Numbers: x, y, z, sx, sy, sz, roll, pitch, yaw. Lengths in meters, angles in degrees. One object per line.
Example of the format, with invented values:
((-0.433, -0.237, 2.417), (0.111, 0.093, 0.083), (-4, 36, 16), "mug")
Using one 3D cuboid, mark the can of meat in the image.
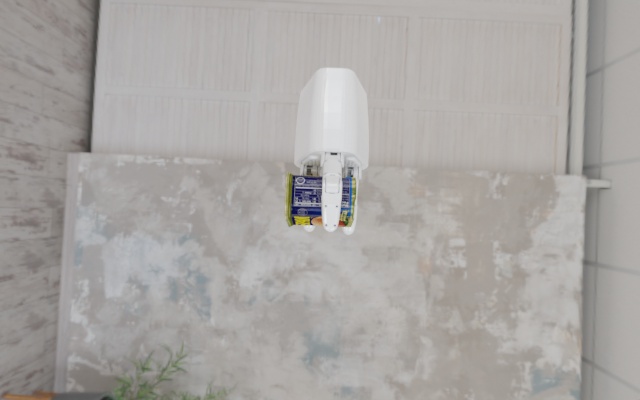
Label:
((0.000, 0.002, 0.605), (0.084, 0.057, 0.102), (2, -12, 0), "can of meat")
